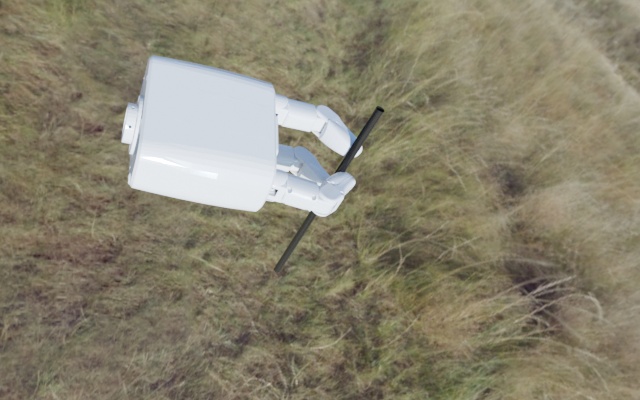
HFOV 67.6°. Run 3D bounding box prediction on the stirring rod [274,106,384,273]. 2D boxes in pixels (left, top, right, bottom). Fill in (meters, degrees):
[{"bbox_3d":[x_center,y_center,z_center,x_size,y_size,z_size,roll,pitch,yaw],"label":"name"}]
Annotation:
[{"bbox_3d":[0.000,0.002,0.480,0.011,0.011,0.240,0,-41,-34],"label":"stirring rod"}]
